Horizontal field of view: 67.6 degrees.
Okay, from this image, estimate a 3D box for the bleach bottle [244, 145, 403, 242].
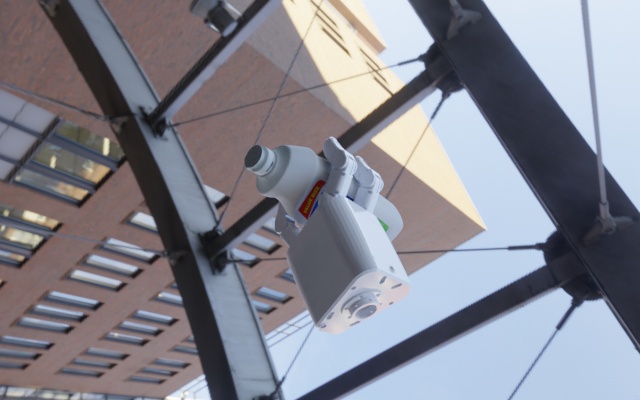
[{"bbox_3d":[0.000,0.002,0.609,0.102,0.068,0.251,-43,-44,18],"label":"bleach bottle"}]
